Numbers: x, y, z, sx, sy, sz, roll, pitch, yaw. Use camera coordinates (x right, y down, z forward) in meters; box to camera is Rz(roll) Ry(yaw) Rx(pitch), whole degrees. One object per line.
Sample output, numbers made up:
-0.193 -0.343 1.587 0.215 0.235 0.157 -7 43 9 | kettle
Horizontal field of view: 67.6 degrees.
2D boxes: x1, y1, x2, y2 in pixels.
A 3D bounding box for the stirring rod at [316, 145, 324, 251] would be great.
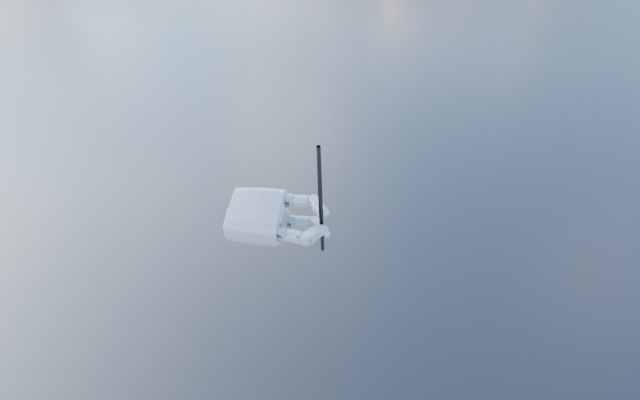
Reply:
0.000 0.003 0.888 0.011 0.240 0.011 -1 37 1 | stirring rod
